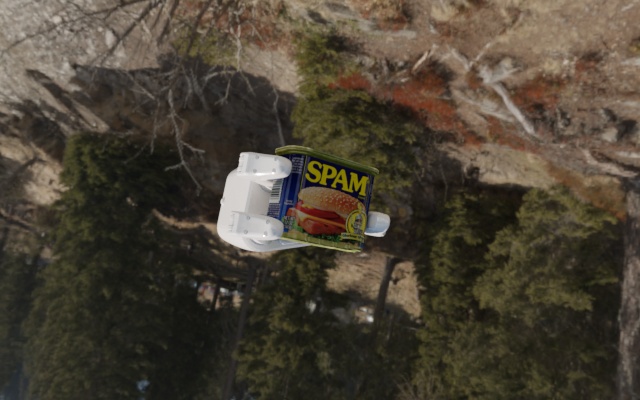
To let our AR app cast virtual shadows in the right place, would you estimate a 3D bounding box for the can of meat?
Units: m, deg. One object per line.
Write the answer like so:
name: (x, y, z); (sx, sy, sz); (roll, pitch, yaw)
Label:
can of meat: (0.000, 0.002, 0.460); (0.102, 0.084, 0.057); (14, -7, -31)
